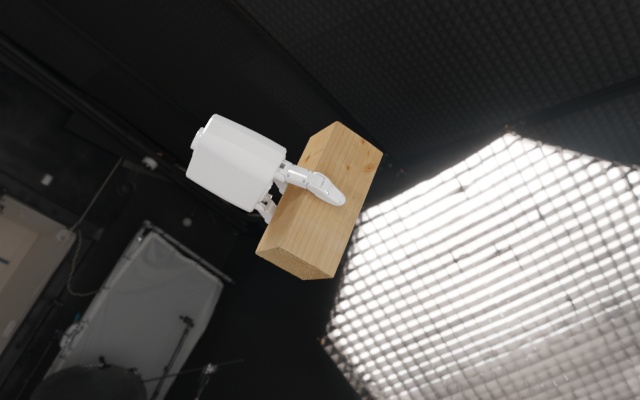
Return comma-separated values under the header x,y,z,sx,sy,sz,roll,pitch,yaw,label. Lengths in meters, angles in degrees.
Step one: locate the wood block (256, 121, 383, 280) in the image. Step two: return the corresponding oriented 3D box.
x,y,z,sx,sy,sz,roll,pitch,yaw,label
0.000,0.002,0.694,0.090,0.206,0.091,32,-24,-20,wood block
